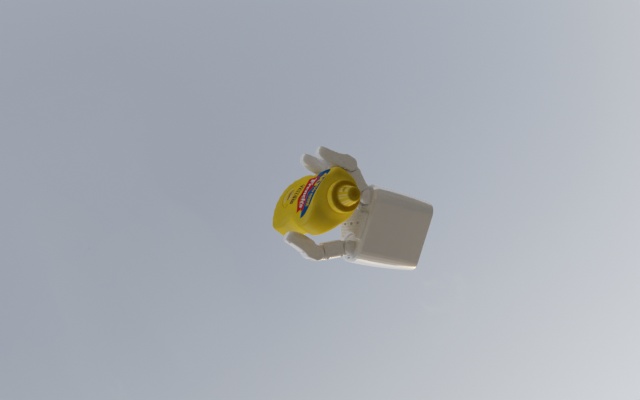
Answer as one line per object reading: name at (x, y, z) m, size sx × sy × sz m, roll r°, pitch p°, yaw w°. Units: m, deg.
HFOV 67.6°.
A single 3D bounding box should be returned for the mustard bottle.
mustard bottle at (0.000, 0.002, 0.646) m, size 0.058 × 0.096 × 0.191 m, roll 38°, pitch -19°, yaw -17°
